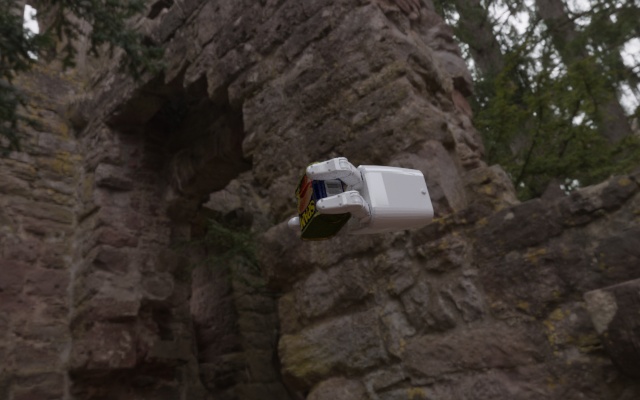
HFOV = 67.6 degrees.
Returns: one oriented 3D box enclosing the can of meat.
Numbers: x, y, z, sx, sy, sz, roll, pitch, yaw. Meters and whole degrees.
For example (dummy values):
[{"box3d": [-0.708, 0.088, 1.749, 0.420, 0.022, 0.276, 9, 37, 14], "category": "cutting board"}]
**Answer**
[{"box3d": [0.000, 0.002, 0.712, 0.057, 0.084, 0.102, 0, -27, -21], "category": "can of meat"}]
